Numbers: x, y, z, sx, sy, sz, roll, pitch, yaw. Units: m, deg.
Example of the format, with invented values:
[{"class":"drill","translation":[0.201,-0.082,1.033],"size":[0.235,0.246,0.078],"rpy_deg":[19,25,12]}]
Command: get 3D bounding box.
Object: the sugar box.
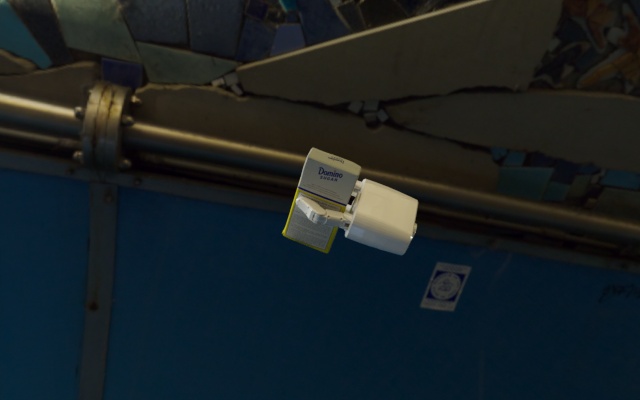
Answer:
[{"class":"sugar box","translation":[0.000,0.003,0.842],"size":[0.093,0.176,0.048],"rpy_deg":[21,31,1]}]
